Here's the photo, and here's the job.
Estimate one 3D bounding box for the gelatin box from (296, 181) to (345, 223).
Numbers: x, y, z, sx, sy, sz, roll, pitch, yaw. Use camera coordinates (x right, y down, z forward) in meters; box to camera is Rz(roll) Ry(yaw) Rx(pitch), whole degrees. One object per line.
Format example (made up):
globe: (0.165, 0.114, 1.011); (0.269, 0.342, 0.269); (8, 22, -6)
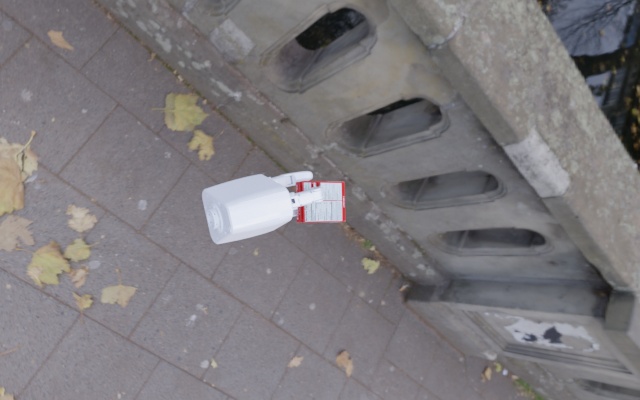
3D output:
gelatin box: (0.001, 0.003, 0.853); (0.089, 0.073, 0.030); (0, -3, -28)
